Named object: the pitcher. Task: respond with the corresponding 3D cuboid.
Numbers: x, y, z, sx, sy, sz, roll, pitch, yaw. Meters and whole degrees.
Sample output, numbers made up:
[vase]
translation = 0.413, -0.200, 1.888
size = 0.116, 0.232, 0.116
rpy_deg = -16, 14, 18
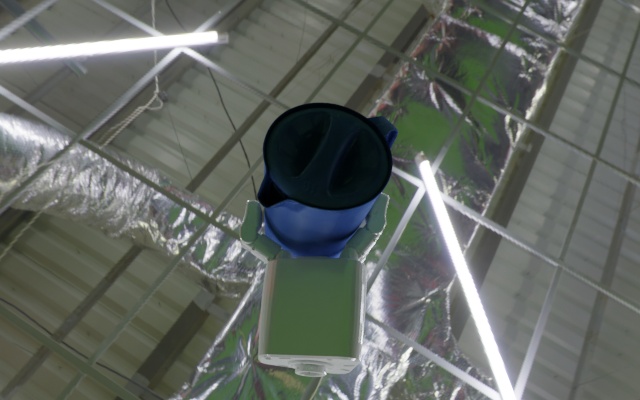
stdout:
[pitcher]
translation = 0.000, 0.002, 0.585
size = 0.149, 0.145, 0.243
rpy_deg = 8, -29, -5
